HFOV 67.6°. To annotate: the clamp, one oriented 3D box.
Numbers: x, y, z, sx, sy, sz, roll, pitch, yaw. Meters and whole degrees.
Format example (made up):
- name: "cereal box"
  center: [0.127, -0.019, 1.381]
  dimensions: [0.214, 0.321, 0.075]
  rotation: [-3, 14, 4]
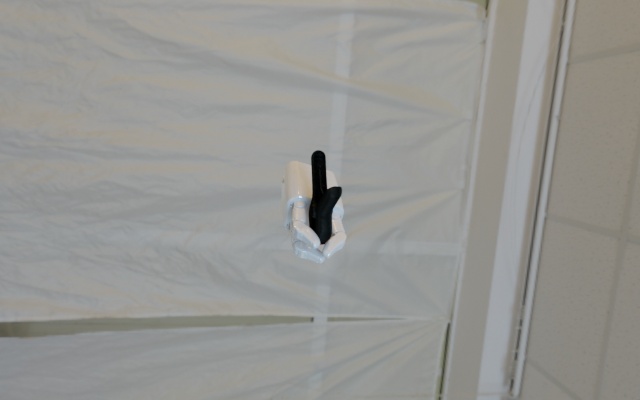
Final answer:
- name: "clamp"
  center: [0.001, 0.003, 0.820]
  dimensions: [0.039, 0.120, 0.172]
  rotation: [1, -45, -13]
